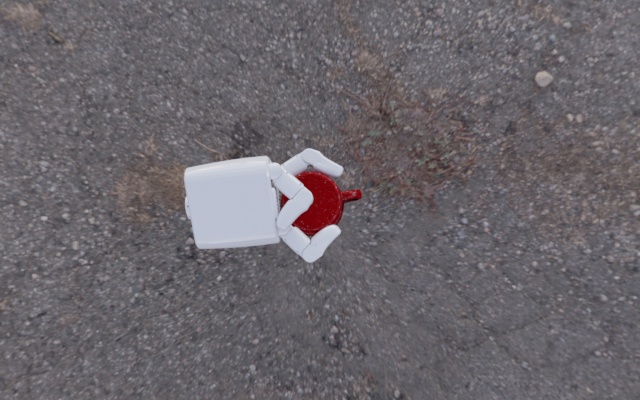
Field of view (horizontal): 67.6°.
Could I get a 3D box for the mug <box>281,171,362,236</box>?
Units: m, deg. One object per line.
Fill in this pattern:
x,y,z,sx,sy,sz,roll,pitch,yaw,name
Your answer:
0.002,0.002,0.665,0.117,0.093,0.081,-8,-4,0,mug
